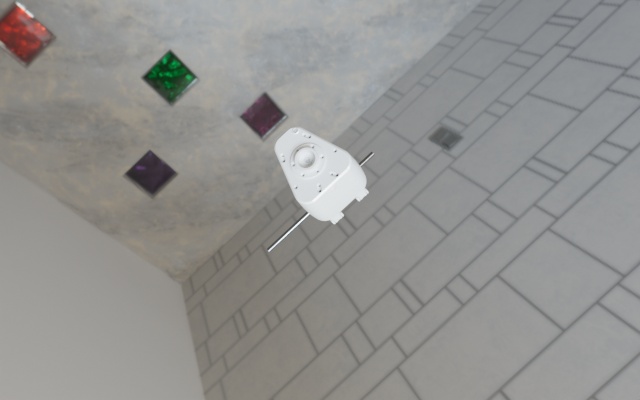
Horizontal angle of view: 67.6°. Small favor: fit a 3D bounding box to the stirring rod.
[{"bbox_3d":[0.000,0.003,0.804,0.239,0.011,0.011,-43,-2,2],"label":"stirring rod"}]
